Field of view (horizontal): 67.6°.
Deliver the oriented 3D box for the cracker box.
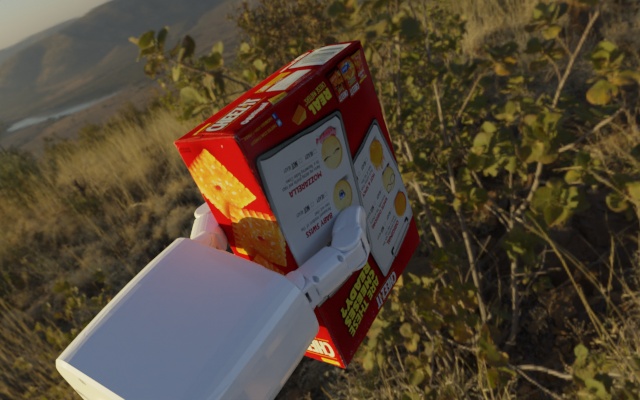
[{"bbox_3d":[0.000,0.001,0.401,0.072,0.214,0.164,3,37,37],"label":"cracker box"}]
